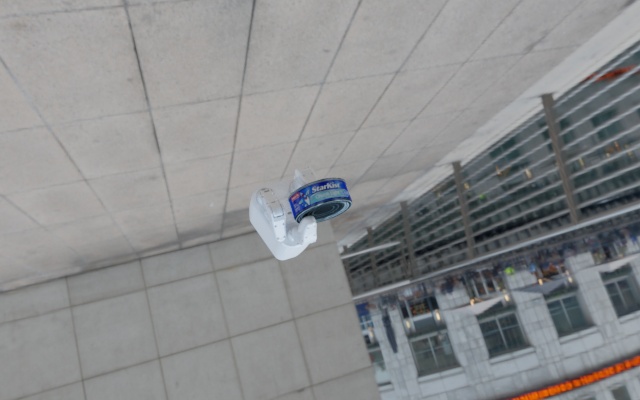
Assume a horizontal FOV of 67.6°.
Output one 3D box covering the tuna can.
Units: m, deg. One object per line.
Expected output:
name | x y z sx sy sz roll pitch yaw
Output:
tuna can | 0.000 0.003 0.666 0.086 0.033 0.086 -16 -18 -5
